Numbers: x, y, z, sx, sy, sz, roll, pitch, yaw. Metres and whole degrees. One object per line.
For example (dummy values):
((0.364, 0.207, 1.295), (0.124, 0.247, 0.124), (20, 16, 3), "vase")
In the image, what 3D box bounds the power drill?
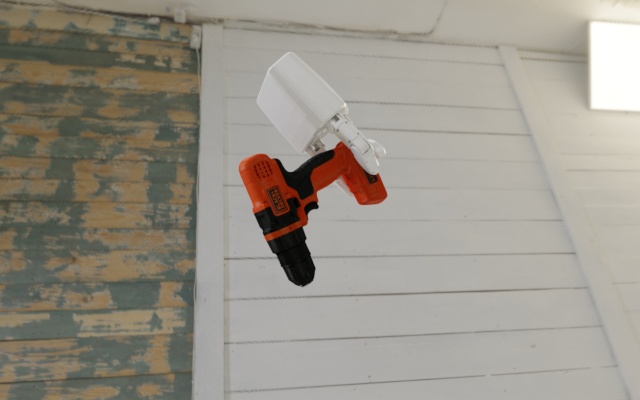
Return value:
((0.000, 0.002, 0.656), (0.187, 0.184, 0.057), (-24, 3, -29), "power drill")
